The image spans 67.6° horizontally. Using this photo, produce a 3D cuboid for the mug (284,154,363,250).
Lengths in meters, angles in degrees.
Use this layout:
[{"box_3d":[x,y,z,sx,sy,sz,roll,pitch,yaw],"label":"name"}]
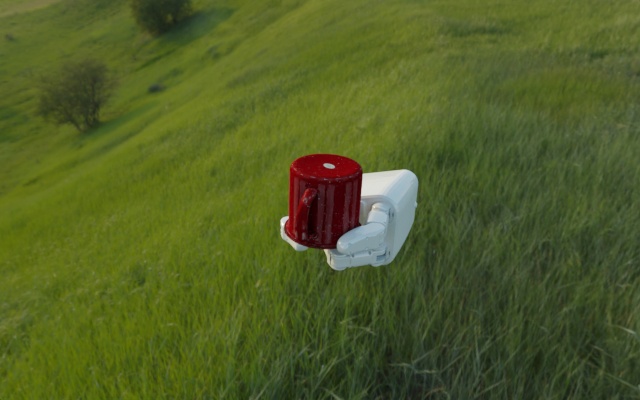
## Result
[{"box_3d":[-0.001,0.002,0.531,0.093,0.081,0.117,13,28,21],"label":"mug"}]
